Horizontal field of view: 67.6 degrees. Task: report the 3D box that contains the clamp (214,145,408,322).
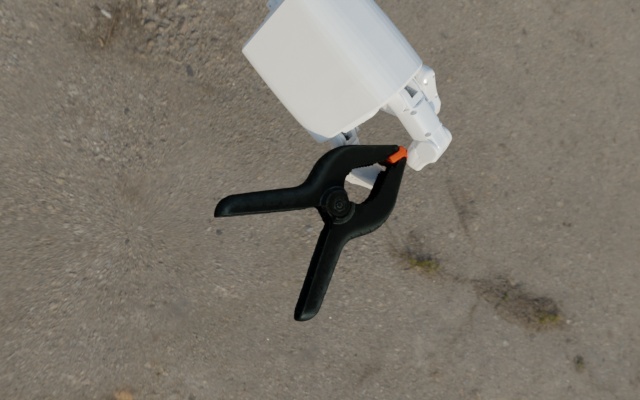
[{"bbox_3d":[0.000,0.001,0.402,0.120,0.171,0.039,47,-18,-16],"label":"clamp"}]
